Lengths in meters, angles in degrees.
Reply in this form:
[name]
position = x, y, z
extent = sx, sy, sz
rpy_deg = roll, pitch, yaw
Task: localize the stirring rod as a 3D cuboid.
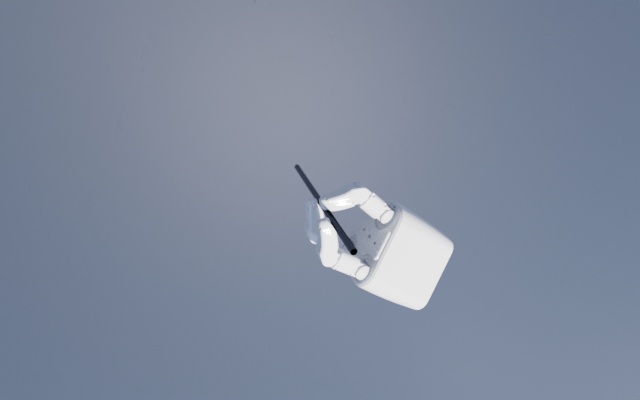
[stirring rod]
position = 0.000, 0.002, 0.592
extent = 0.011, 0.011, 0.239
rpy_deg = 0, 25, -18
